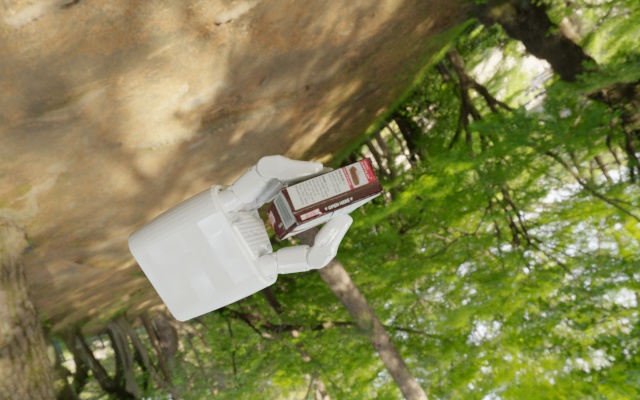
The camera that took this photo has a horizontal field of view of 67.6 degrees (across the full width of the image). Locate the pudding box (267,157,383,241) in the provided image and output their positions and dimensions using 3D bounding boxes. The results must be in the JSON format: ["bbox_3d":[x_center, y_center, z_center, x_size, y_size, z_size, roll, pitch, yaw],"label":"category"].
[{"bbox_3d":[0.000,0.002,0.468,0.090,0.039,0.113,-22,-4,-16],"label":"pudding box"}]
